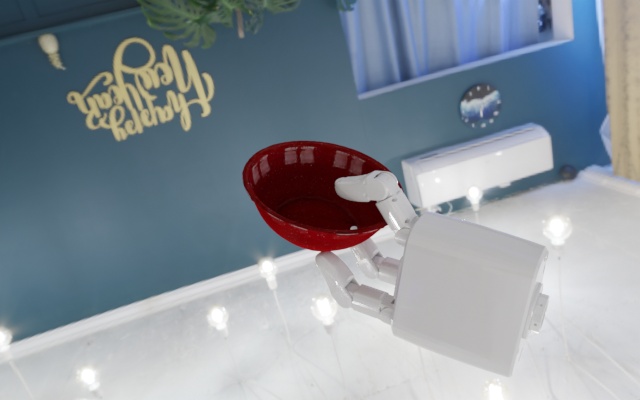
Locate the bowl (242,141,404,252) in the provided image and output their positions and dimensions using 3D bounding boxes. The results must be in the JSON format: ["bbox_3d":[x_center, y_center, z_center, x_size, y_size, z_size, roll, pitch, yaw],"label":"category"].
[{"bbox_3d":[-0.001,0.001,0.486,0.162,0.055,0.162,8,35,-6],"label":"bowl"}]
